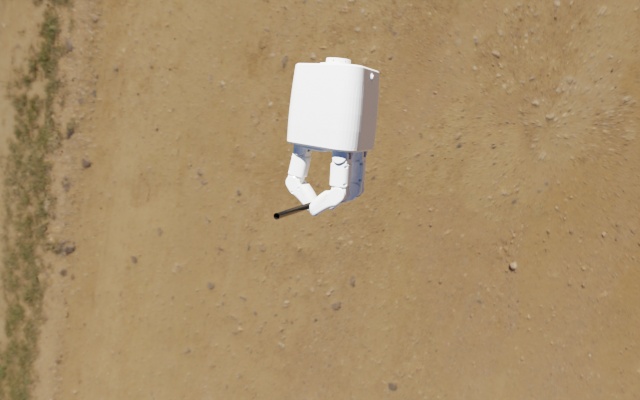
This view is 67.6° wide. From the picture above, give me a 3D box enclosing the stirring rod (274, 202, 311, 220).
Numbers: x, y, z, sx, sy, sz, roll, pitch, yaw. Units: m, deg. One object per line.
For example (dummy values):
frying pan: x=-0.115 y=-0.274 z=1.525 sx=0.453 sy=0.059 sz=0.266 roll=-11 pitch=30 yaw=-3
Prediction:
stirring rod: x=0.000 y=0.002 z=0.665 sx=0.011 sy=0.011 sz=0.239 roll=0 pitch=8 yaw=26
